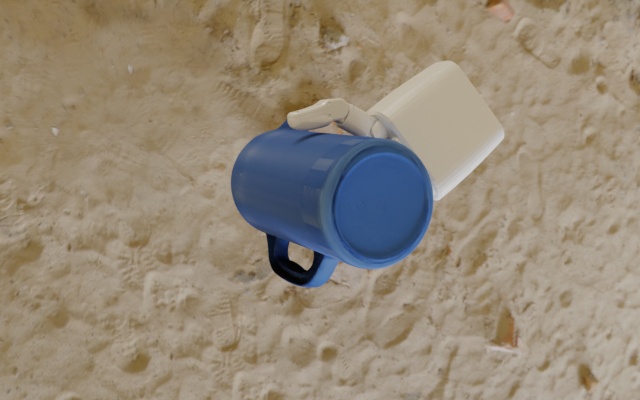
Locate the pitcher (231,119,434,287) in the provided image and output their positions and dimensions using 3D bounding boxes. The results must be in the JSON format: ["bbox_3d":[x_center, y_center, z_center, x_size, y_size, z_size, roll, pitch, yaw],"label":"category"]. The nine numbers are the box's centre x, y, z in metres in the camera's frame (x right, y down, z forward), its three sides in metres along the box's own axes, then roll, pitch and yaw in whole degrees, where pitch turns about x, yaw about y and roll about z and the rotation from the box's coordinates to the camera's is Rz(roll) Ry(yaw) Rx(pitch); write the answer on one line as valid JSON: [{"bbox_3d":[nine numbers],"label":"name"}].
[{"bbox_3d":[0.000,0.001,0.489,0.145,0.149,0.243,-38,20,-15],"label":"pitcher"}]
